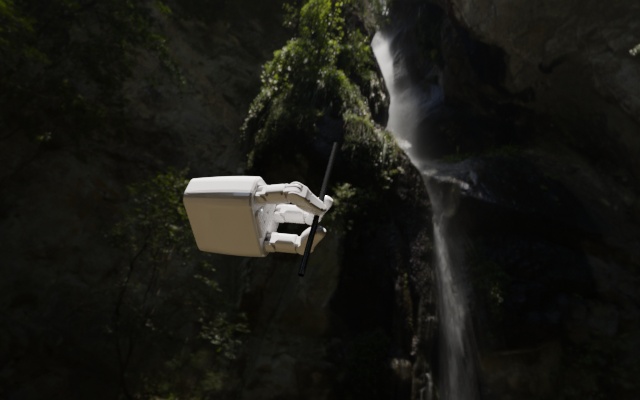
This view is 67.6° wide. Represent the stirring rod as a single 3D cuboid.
[{"bbox_3d":[0.000,0.002,0.665,0.011,0.239,0.011,9,-40,7],"label":"stirring rod"}]
